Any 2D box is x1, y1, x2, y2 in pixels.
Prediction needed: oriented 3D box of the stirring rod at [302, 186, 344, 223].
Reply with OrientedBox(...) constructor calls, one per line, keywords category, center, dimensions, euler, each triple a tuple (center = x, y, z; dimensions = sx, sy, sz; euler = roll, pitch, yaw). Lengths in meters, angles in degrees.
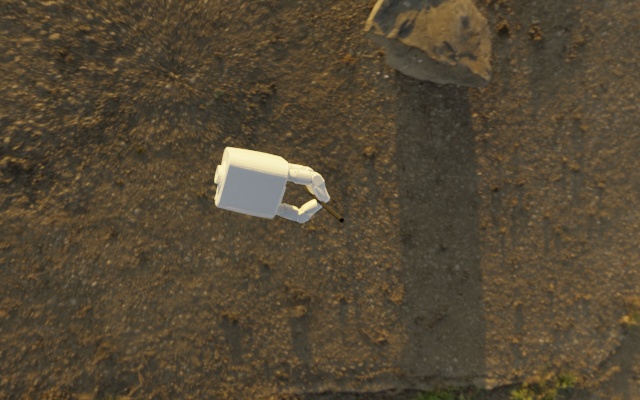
OrientedBox(category="stirring rod", center=(0.000, 0.003, 0.879), dimensions=(0.011, 0.011, 0.239), euler=(0, 14, -17))
